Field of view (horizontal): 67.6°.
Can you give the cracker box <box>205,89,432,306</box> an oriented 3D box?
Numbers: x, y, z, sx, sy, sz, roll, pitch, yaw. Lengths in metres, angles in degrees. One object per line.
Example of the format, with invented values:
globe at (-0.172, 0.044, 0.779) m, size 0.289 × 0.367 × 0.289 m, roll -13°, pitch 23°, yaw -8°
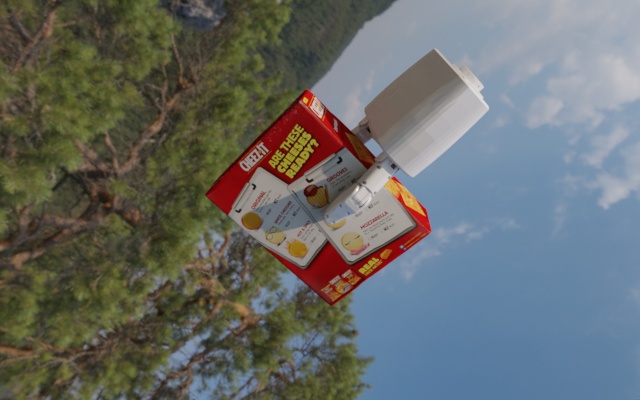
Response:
cracker box at (0.000, 0.002, 0.575) m, size 0.164 × 0.214 × 0.072 m, roll -41°, pitch 15°, yaw 21°
